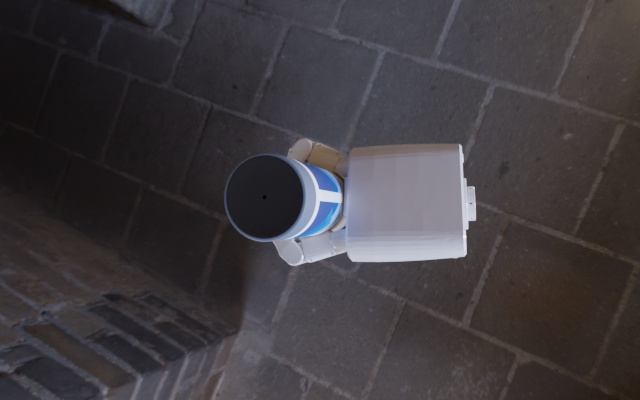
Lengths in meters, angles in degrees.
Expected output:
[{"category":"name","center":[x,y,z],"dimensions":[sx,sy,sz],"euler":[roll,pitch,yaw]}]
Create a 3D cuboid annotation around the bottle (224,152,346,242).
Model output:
[{"category":"bottle","center":[0.000,0.002,0.493],"dimensions":[0.069,0.069,0.296],"euler":[0,-2,17]}]
